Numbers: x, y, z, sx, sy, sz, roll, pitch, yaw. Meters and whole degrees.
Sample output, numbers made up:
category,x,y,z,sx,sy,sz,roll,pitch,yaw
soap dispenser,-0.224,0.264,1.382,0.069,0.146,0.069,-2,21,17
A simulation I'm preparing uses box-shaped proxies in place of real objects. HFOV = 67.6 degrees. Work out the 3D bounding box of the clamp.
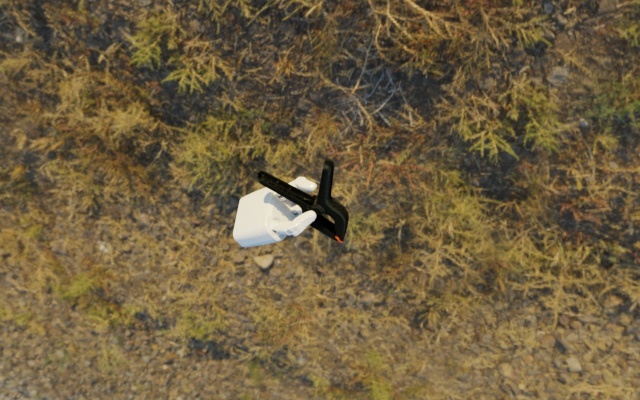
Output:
category,x,y,z,sx,sy,sz,roll,pitch,yaw
clamp,0.000,0.004,0.892,0.164,0.036,0.210,-14,-50,39
